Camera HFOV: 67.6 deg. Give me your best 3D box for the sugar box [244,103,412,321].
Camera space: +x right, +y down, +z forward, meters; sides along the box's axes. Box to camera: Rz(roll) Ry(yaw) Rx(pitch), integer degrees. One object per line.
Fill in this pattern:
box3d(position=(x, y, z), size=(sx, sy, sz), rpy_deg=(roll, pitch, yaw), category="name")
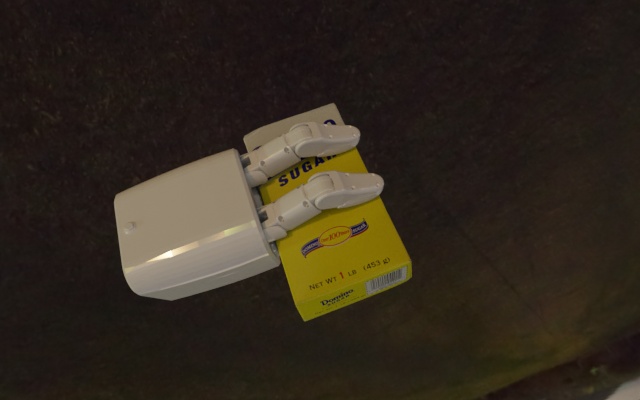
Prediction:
box3d(position=(0.000, 0.001, 0.405), size=(0.093, 0.176, 0.048), rpy_deg=(-20, -31, -4), category="sugar box")
